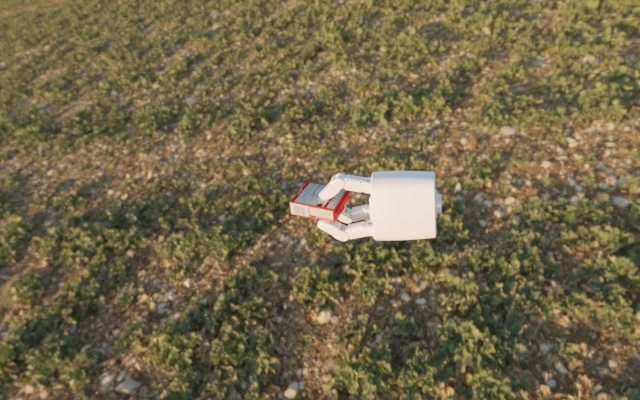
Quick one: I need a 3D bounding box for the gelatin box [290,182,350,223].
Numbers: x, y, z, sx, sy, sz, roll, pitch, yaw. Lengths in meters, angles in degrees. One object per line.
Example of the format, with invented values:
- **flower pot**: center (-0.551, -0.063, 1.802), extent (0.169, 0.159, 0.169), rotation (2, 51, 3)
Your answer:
- **gelatin box**: center (0.000, 0.002, 0.862), extent (0.089, 0.030, 0.073), rotation (11, 36, 21)
